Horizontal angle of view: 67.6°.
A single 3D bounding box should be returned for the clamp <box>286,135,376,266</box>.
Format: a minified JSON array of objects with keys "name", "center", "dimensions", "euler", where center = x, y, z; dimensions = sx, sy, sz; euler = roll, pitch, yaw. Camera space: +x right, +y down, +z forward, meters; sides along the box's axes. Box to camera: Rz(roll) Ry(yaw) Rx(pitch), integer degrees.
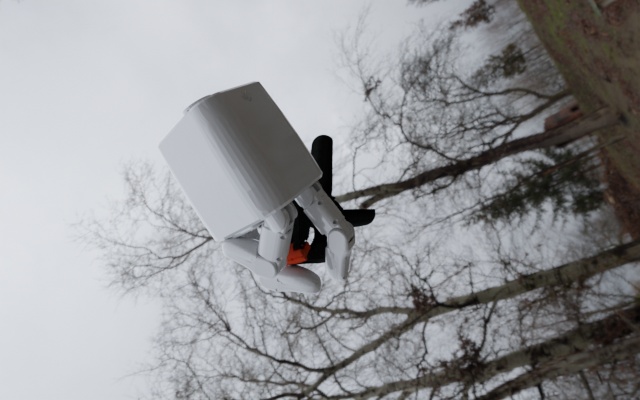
[{"name":"clamp","center":[0.000,0.002,0.502],"dimensions":[0.039,0.120,0.171],"euler":[-29,7,32]}]
